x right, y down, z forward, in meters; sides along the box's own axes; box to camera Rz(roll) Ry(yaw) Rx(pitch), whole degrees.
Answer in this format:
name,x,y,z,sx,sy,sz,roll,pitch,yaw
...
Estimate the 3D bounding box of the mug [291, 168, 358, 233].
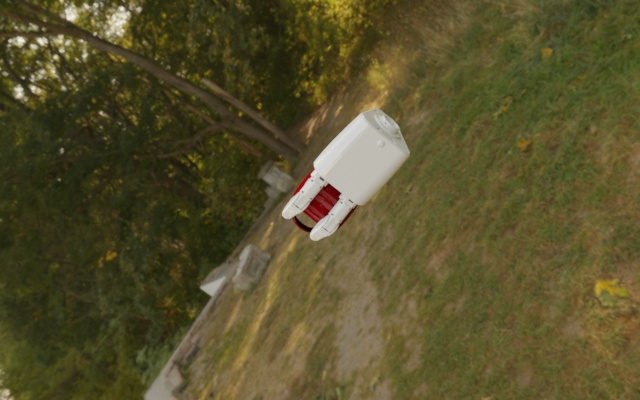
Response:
name,x,y,z,sx,sy,sz,roll,pitch,yaw
mug,-0.001,0.003,0.768,0.081,0.117,0.093,39,25,-10
